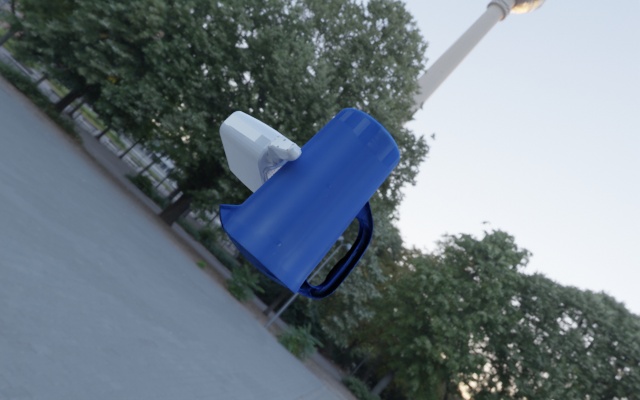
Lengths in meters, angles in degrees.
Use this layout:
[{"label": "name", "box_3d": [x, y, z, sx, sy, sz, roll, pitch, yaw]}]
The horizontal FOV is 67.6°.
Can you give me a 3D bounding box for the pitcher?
[{"label": "pitcher", "box_3d": [0.000, 0.002, 0.642, 0.145, 0.243, 0.149, 35, -13, 35]}]
